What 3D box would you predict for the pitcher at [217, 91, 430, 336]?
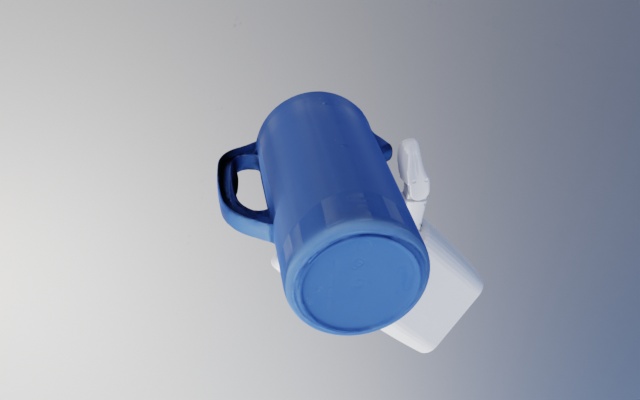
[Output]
[{"bbox_3d":[0.000,0.002,0.436,0.145,0.149,0.242,41,17,-27],"label":"pitcher"}]
